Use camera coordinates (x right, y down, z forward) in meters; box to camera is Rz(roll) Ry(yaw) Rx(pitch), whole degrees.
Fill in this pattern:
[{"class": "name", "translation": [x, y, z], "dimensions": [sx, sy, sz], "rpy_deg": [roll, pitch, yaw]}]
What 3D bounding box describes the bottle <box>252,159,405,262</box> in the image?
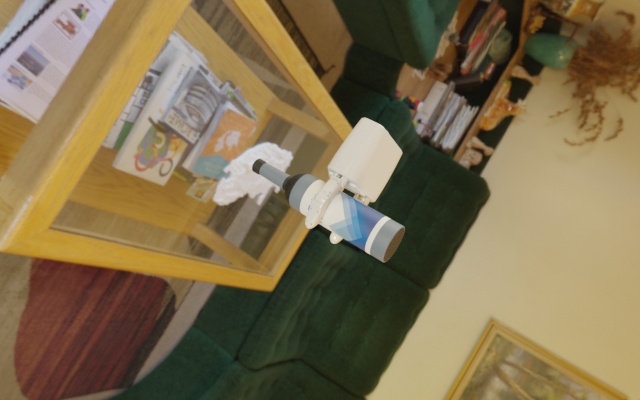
[{"class": "bottle", "translation": [0.000, 0.003, 0.819], "dimensions": [0.295, 0.069, 0.069], "rpy_deg": [30, 13, 23]}]
